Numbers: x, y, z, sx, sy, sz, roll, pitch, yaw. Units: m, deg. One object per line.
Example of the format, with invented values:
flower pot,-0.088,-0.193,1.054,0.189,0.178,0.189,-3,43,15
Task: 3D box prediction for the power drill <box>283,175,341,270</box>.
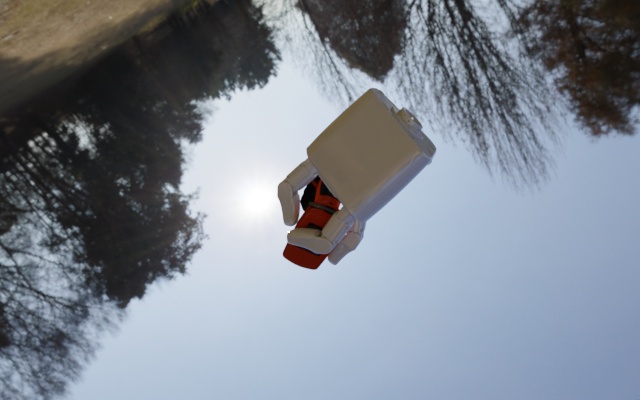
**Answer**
power drill,0.000,0.002,0.672,0.057,0.187,0.184,22,-46,-7
